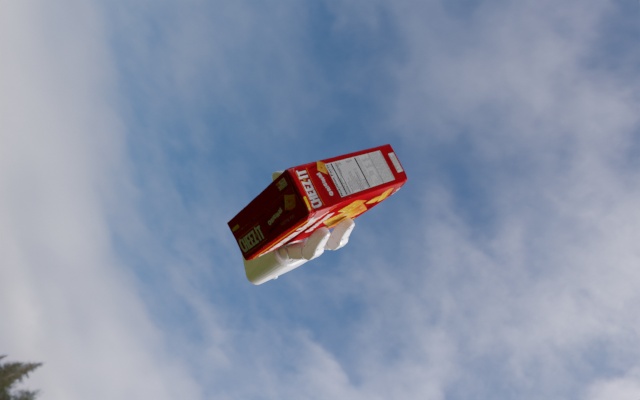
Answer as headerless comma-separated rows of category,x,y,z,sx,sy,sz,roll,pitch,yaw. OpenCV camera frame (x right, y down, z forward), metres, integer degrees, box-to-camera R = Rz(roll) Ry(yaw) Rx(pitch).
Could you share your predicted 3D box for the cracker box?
cracker box,0.000,0.002,0.685,0.213,0.072,0.164,-19,-13,-44
